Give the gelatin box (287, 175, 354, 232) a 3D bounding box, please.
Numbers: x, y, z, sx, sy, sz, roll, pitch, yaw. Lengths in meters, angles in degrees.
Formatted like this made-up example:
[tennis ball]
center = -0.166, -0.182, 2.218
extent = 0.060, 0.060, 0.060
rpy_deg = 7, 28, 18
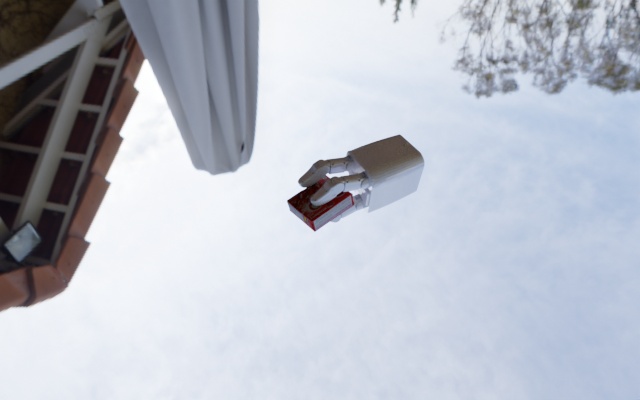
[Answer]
[gelatin box]
center = 0.000, 0.003, 0.804
extent = 0.089, 0.030, 0.073
rpy_deg = -34, 48, -20
